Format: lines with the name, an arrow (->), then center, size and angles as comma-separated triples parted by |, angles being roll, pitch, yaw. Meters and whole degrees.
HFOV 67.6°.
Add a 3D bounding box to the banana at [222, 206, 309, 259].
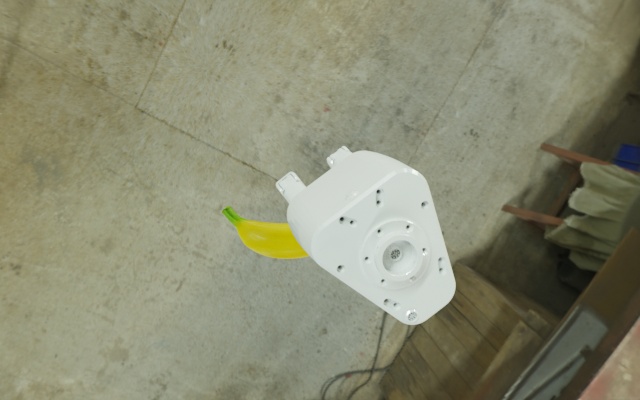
banana -> 0.001, 0.021, 0.502 | 0.198, 0.069, 0.037 | -12, 7, -7
